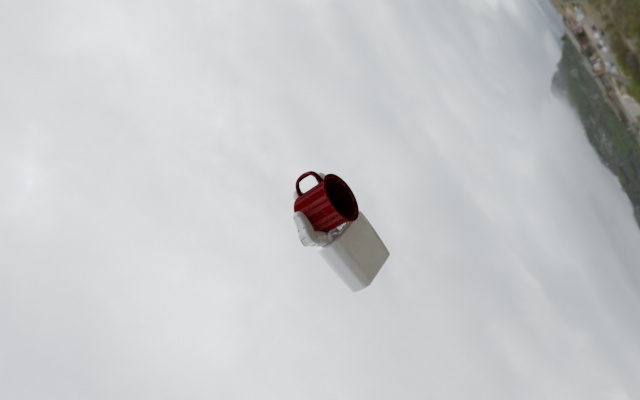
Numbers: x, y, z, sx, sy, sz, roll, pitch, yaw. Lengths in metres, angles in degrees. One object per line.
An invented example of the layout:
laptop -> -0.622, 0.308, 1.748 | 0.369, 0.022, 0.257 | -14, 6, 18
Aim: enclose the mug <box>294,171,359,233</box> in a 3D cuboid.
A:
mug -> -0.001, 0.002, 0.836 | 0.081, 0.117, 0.093 | -32, 12, 30
